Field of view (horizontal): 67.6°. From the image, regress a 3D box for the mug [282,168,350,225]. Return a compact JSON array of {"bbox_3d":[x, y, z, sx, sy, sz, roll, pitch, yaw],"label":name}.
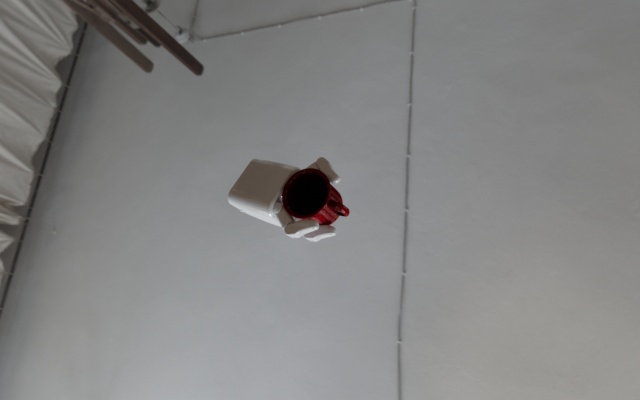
[{"bbox_3d":[0.001,0.003,0.852,0.117,0.093,0.081,17,-11,29],"label":"mug"}]
